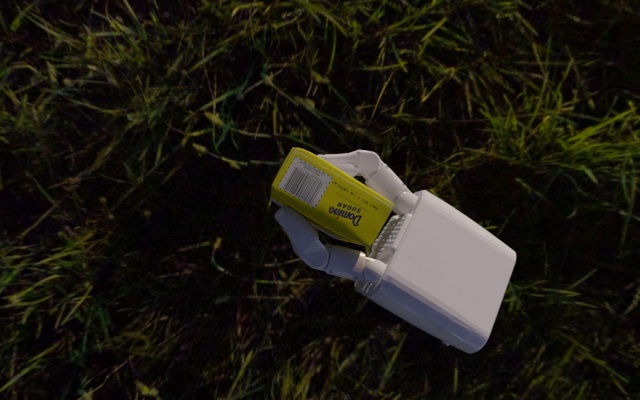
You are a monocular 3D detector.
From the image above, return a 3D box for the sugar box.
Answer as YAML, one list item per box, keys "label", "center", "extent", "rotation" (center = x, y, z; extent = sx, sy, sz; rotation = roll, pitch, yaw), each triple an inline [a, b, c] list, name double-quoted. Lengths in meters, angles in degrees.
- label: "sugar box"
  center: [0.000, 0.002, 0.454]
  extent: [0.093, 0.048, 0.176]
  rotation: [31, -8, -3]
